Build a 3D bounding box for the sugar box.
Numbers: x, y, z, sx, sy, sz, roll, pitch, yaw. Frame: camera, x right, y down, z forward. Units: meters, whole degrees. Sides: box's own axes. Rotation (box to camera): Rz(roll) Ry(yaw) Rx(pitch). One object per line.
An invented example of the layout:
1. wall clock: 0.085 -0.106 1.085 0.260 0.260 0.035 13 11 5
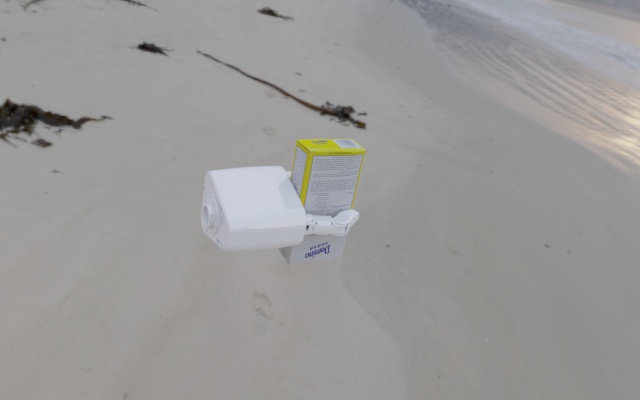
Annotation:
1. sugar box: 0.000 0.002 0.676 0.093 0.176 0.048 -4 32 -30
